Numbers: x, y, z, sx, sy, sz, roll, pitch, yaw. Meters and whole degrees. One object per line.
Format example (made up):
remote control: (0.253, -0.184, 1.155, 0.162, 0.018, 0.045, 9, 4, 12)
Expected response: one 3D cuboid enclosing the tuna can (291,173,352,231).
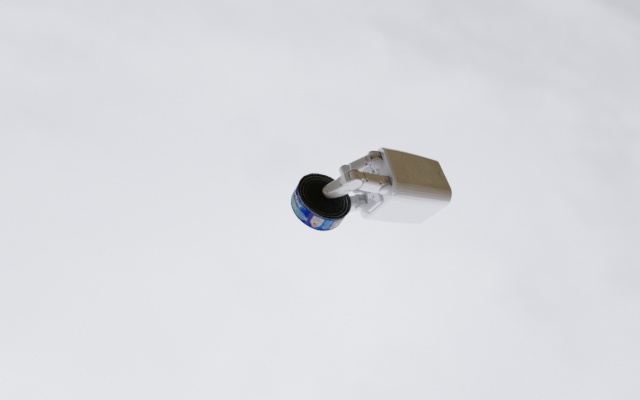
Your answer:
tuna can: (0.000, 0.003, 0.703, 0.086, 0.086, 0.034, 0, -38, -31)
